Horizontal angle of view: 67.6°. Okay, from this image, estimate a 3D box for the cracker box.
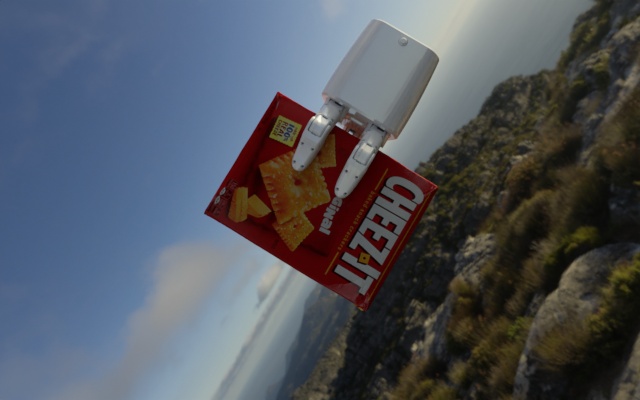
[{"bbox_3d":[0.000,0.002,0.553,0.213,0.164,0.072,31,-6,2],"label":"cracker box"}]
